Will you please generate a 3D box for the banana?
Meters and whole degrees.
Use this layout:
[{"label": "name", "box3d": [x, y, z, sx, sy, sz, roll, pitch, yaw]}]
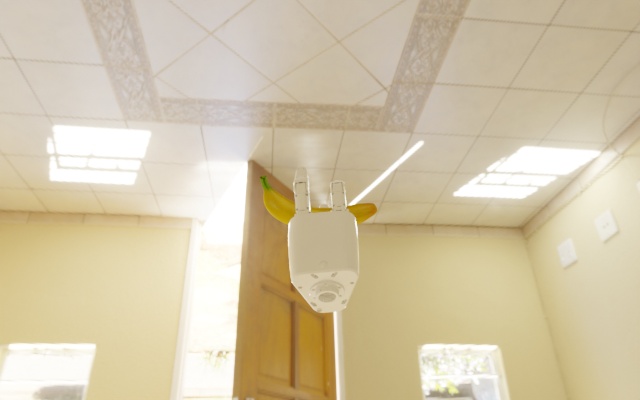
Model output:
[{"label": "banana", "box3d": [-0.009, 0.017, 0.773, 0.198, 0.070, 0.037, 13, 29, -11]}]
